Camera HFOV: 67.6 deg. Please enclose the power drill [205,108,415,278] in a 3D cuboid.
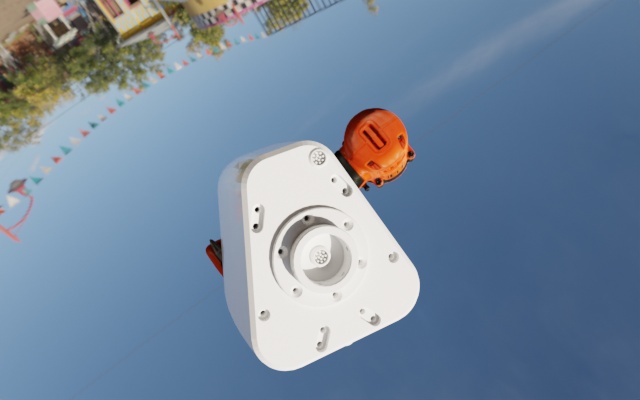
[{"bbox_3d":[0.000,0.002,0.424,0.187,0.057,0.184,-42,-9,5],"label":"power drill"}]
